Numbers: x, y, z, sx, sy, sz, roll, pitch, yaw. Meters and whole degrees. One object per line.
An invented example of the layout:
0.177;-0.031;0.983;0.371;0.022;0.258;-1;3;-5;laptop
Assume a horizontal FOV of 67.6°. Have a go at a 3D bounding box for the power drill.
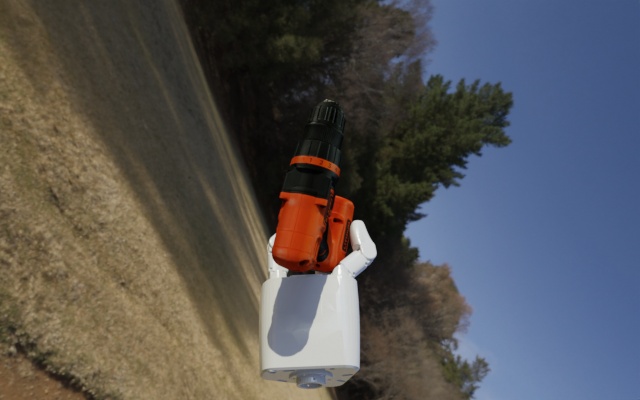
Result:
0.000;0.002;0.555;0.057;0.184;0.188;11;-16;14;power drill
